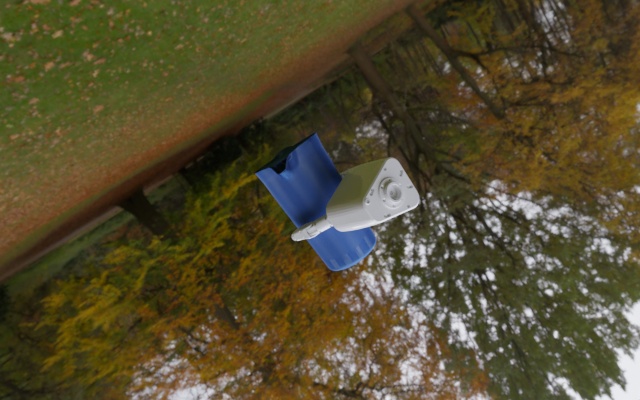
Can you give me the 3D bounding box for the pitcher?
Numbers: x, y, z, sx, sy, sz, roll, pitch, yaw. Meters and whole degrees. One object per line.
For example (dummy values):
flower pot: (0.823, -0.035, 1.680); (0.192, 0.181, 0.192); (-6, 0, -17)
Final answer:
pitcher: (0.000, 0.003, 0.898); (0.149, 0.243, 0.145); (-40, 12, -30)
